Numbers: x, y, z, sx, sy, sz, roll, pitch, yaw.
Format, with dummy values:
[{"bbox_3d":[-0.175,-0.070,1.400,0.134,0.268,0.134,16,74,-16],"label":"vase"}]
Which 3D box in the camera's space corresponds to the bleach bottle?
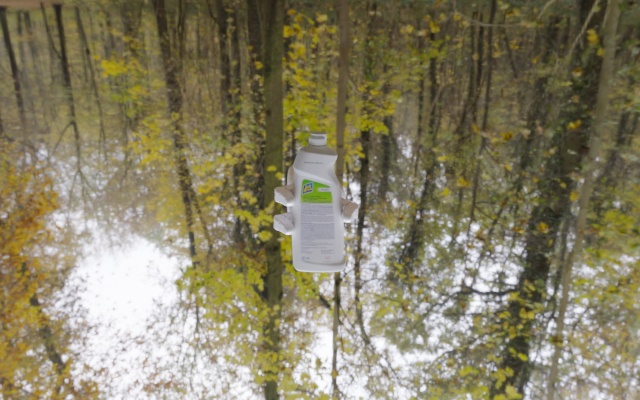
[{"bbox_3d":[0.000,0.003,0.856,0.102,0.251,0.068,0,19,-6],"label":"bleach bottle"}]
